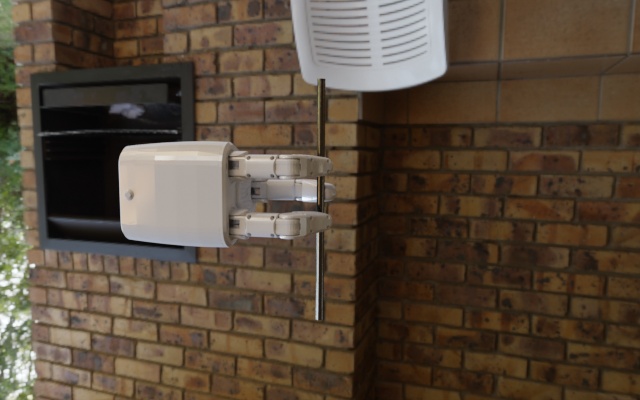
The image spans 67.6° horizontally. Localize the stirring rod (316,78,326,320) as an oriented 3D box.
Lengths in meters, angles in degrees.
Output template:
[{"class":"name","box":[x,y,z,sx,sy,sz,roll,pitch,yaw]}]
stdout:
[{"class":"stirring rod","box":[0.000,0.001,0.477,0.011,0.239,0.011,0,6,0]}]
